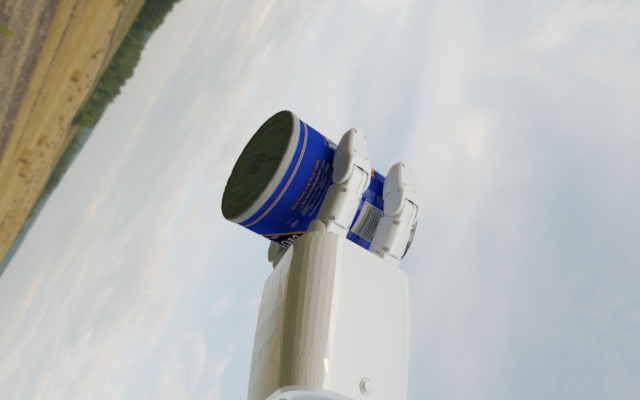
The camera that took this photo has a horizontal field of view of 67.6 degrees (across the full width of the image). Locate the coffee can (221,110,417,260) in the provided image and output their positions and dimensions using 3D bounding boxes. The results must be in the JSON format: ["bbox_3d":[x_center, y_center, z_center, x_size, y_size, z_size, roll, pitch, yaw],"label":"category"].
[{"bbox_3d":[0.000,0.001,0.420,0.140,0.102,0.103,31,-15,-27],"label":"coffee can"}]
